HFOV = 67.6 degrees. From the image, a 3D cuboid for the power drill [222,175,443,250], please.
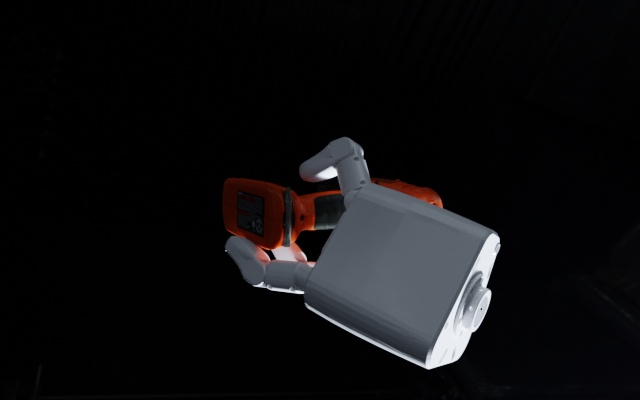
[{"bbox_3d":[0.000,0.002,0.490,0.187,0.057,0.184,-5,9,-34],"label":"power drill"}]
